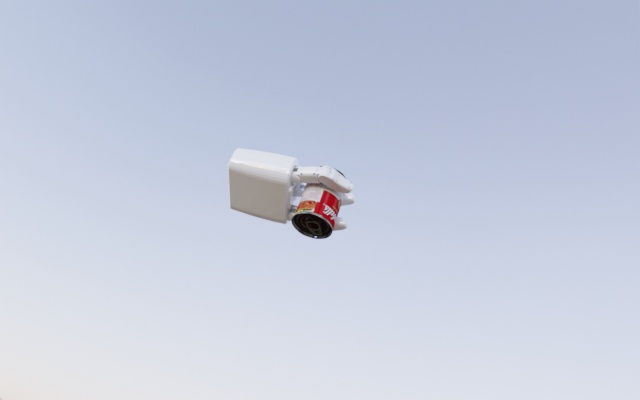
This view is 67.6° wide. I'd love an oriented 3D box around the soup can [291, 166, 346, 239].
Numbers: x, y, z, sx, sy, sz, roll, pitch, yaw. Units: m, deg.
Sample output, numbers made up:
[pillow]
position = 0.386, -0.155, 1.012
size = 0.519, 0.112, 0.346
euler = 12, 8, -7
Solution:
[soup can]
position = 0.001, 0.002, 0.779
size = 0.068, 0.102, 0.069
euler = 13, -37, 10
